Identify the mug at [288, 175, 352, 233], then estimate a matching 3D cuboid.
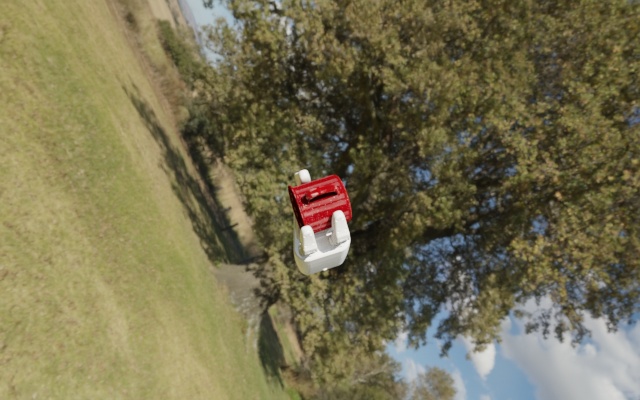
[{"bbox_3d":[0.000,0.002,0.766,0.081,0.093,0.117,-18,-21,-9],"label":"mug"}]
